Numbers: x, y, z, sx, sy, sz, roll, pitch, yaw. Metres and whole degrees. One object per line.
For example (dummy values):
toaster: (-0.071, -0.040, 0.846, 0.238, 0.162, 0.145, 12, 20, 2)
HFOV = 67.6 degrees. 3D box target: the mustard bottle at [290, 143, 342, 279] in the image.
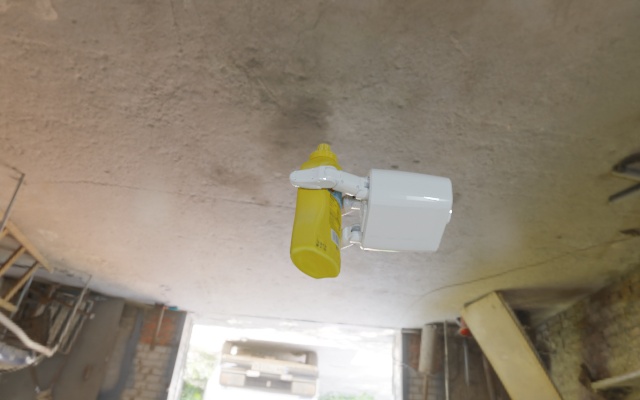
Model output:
mustard bottle: (0.000, 0.002, 0.650, 0.058, 0.191, 0.096, -8, -34, 20)
